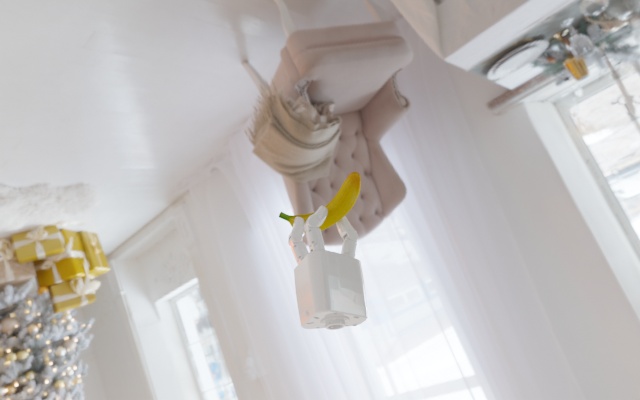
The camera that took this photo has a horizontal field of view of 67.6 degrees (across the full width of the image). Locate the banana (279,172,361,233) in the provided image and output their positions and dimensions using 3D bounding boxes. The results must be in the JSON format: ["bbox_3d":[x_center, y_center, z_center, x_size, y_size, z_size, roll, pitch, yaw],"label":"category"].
[{"bbox_3d":[0.010,0.016,0.876,0.198,0.037,0.070,-29,-61,33],"label":"banana"}]
